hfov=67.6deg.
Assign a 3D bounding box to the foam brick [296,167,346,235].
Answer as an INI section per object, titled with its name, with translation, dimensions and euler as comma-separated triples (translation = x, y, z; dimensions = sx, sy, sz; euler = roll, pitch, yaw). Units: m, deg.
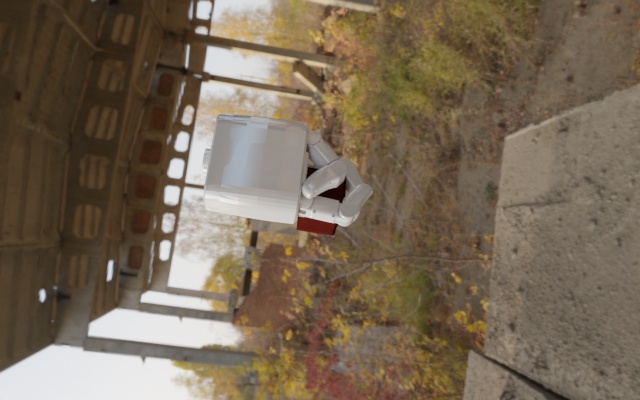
[foam brick]
translation = 0.000, 0.002, 0.606
dimensions = 0.051, 0.053, 0.078
euler = 7, -32, -6
